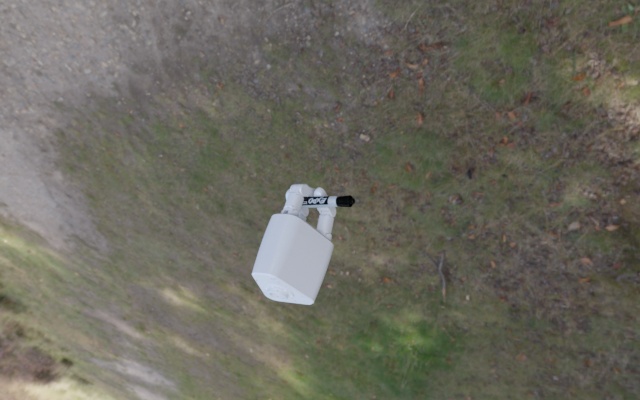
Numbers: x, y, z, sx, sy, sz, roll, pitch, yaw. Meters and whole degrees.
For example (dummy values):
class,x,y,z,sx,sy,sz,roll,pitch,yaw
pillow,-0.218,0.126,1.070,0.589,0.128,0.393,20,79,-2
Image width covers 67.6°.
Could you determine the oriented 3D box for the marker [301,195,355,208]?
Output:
class,x,y,z,sx,sy,sz,roll,pitch,yaw
marker,0.000,0.002,0.770,0.121,0.020,0.020,-1,-1,31
